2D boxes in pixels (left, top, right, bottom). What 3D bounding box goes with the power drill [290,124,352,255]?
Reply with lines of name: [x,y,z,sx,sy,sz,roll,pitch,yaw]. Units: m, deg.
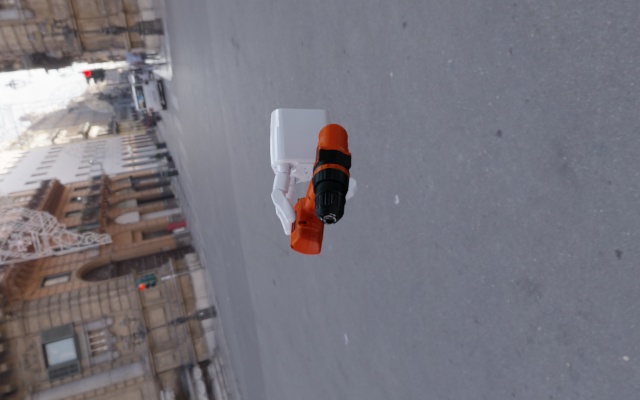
power drill: [0.000,0.002,0.735,0.057,0.184,0.188,14,-43,-9]
